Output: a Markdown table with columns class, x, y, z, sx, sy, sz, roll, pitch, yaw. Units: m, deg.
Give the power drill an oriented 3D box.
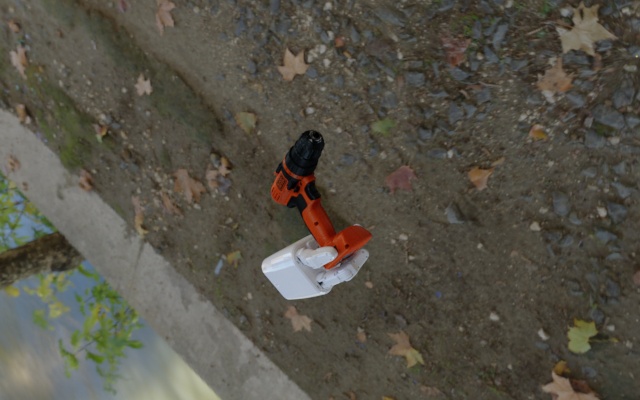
| class | x | y | z | sx | sy | sz | roll | pitch | yaw |
| --- | --- | --- | --- | --- | --- | --- | --- | --- | --- |
| power drill | 0.000 | 0.003 | 0.751 | 0.057 | 0.187 | 0.184 | -25 | -16 | -30 |
